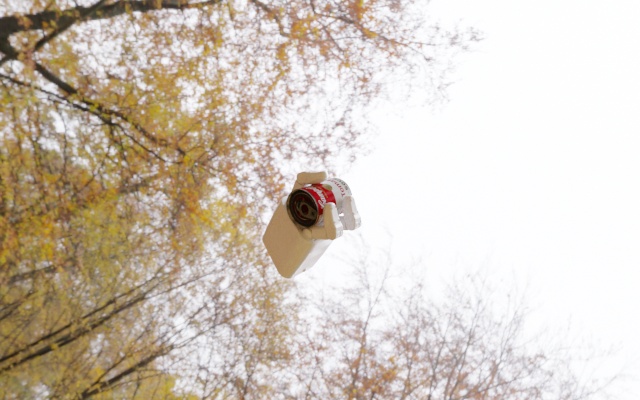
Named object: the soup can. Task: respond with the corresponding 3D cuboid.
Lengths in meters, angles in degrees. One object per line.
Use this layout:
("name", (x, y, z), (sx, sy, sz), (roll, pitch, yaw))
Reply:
("soup can", (0.000, 0.002, 0.819), (0.068, 0.068, 0.102), (0, 13, 39))
